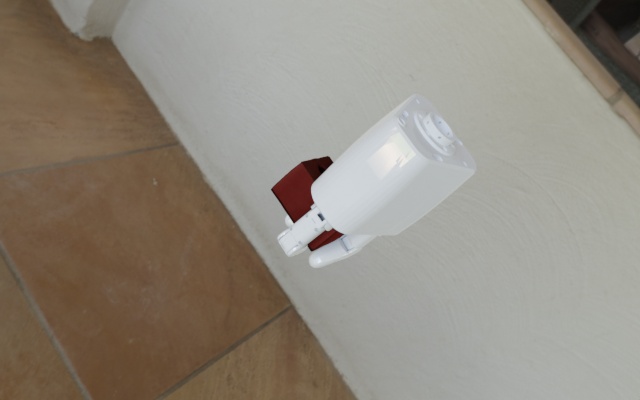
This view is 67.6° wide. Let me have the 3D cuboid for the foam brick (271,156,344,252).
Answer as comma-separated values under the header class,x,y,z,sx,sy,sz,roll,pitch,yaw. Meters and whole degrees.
class,x,y,z,sx,sy,sz,roll,pitch,yaw
foam brick,0.000,0.001,0.482,0.051,0.078,0.053,-42,-13,34
